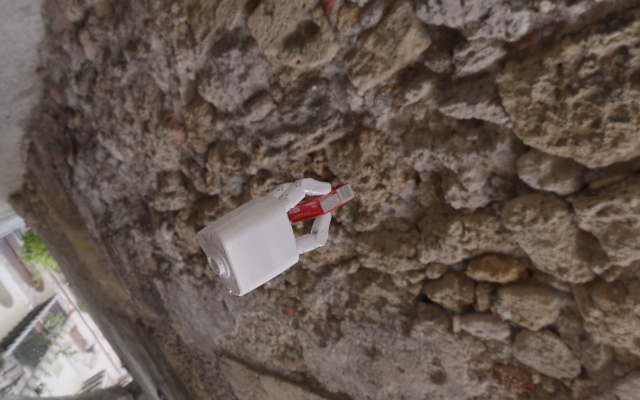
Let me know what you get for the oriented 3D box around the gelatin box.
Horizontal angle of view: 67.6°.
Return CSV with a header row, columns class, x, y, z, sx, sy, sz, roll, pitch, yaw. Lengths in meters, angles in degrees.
class,x,y,z,sx,sy,sz,roll,pitch,yaw
gelatin box,0.001,0.003,0.778,0.073,0.030,0.089,-15,9,43
